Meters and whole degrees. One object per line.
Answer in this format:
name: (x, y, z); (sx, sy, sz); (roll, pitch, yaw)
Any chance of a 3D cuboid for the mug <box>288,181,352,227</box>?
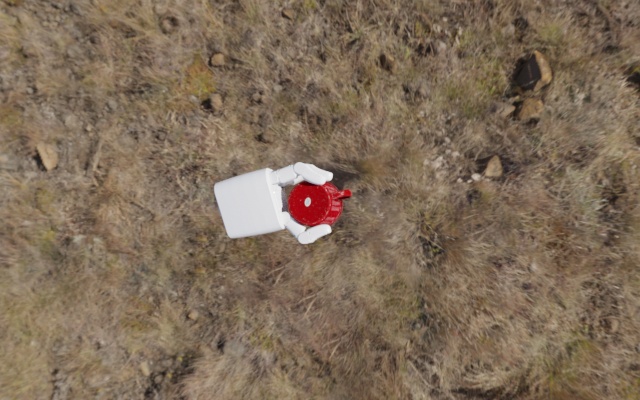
mug: (0.001, 0.003, 0.873); (0.117, 0.093, 0.081); (-15, -5, 12)
